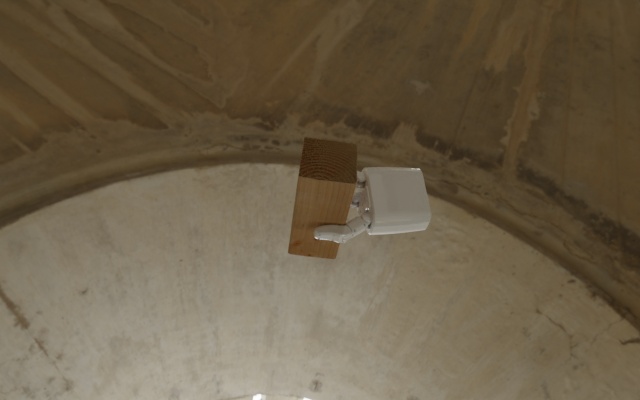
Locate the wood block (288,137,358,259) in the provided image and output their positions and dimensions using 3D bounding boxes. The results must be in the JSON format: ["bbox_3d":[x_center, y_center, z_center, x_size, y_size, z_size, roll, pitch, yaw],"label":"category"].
[{"bbox_3d":[0.000,0.003,0.815,0.090,0.090,0.206,7,-41,-3],"label":"wood block"}]
